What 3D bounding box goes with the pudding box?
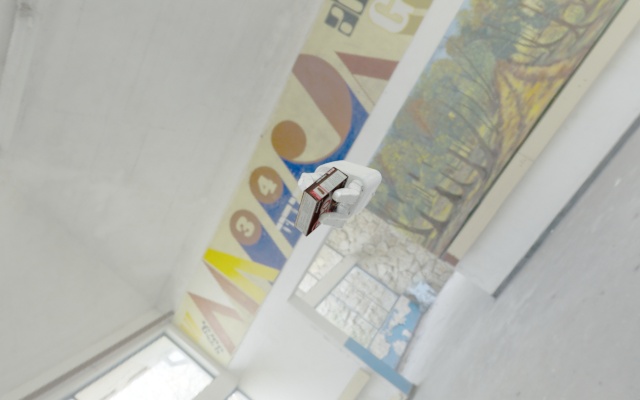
[{"bbox_3d":[0.000,0.003,0.877,0.039,0.114,0.090,36,53,17],"label":"pudding box"}]
